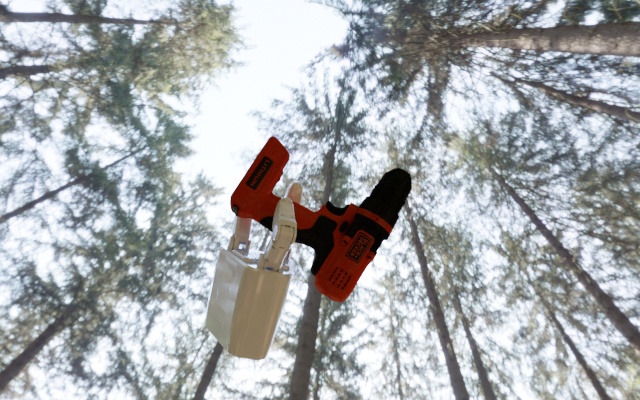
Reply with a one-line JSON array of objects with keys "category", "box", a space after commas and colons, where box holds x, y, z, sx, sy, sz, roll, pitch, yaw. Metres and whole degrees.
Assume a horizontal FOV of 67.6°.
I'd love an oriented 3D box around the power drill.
[{"category": "power drill", "box": [0.000, 0.002, 0.584, 0.187, 0.184, 0.057, 32, -14, 3]}]
